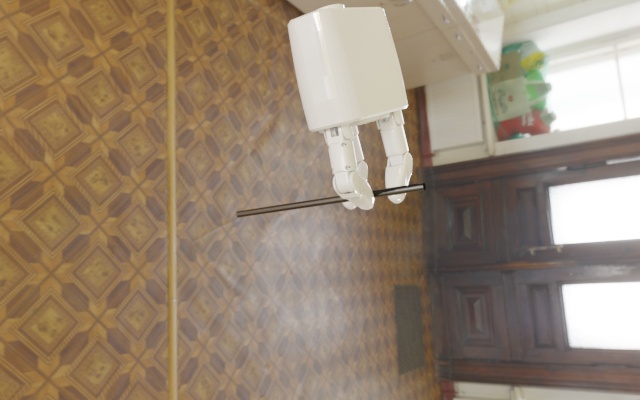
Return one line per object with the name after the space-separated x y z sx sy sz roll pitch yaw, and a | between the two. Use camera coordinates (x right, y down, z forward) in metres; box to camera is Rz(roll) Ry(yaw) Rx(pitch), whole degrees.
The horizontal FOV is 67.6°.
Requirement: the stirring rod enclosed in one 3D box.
0.000 0.002 0.532 0.239 0.011 0.011 -9 -5 31 | stirring rod
